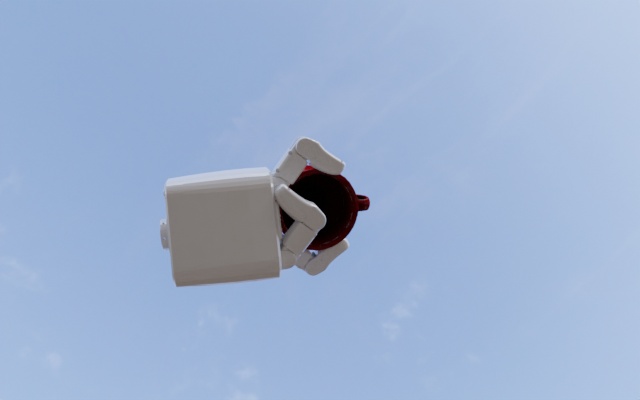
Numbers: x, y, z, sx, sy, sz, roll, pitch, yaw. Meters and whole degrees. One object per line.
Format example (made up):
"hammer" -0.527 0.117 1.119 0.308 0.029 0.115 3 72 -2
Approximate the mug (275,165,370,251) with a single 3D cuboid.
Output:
"mug" 0.001 0.002 0.566 0.117 0.093 0.081 -5 13 -13
